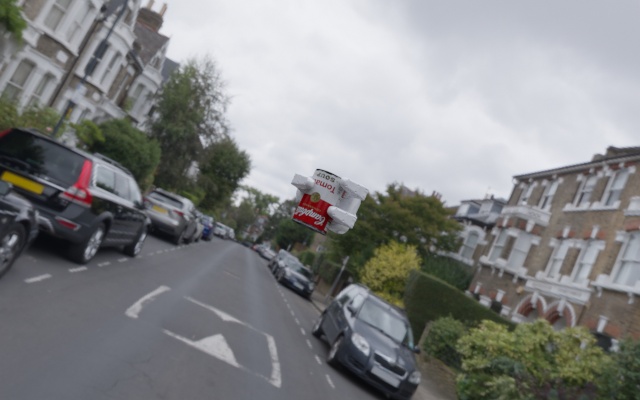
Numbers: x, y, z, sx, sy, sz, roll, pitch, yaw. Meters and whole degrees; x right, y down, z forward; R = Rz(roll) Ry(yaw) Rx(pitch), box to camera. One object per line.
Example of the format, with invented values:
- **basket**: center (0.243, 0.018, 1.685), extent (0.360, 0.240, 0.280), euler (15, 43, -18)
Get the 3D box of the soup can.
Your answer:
- **soup can**: center (0.000, 0.002, 0.851), extent (0.068, 0.102, 0.068), euler (25, -7, 3)
